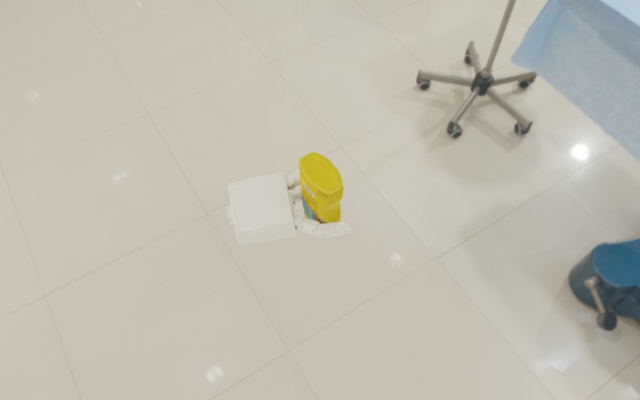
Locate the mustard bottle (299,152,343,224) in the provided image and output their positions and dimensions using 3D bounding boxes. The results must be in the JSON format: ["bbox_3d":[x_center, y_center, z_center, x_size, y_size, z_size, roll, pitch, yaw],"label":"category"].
[{"bbox_3d":[0.000,0.003,0.879,0.058,0.096,0.192,-31,-28,-19],"label":"mustard bottle"}]
